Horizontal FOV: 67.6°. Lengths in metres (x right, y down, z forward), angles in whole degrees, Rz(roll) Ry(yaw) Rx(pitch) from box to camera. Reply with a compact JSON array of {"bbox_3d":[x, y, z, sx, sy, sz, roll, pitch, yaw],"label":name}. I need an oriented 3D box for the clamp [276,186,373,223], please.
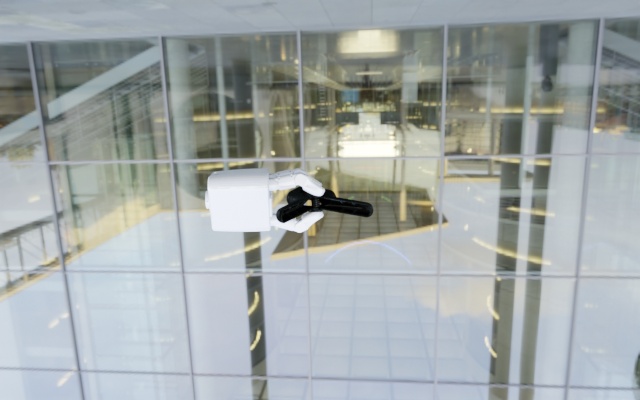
[{"bbox_3d":[0.000,0.004,0.877,0.164,0.036,0.210,-1,12,-6],"label":"clamp"}]
